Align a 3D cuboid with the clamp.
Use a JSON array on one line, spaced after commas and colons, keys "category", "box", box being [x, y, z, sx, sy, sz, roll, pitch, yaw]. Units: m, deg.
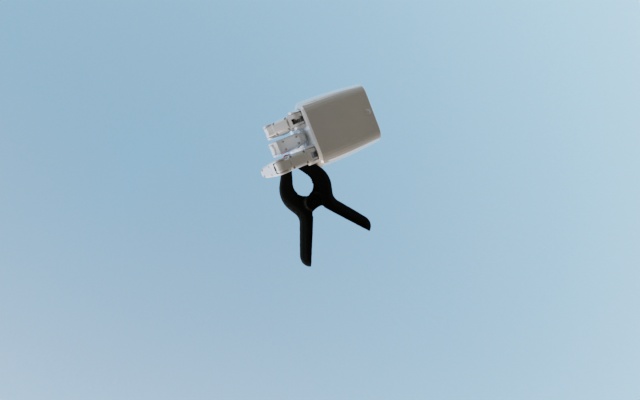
[{"category": "clamp", "box": [0.000, 0.002, 0.723, 0.120, 0.171, 0.039, -23, 9, -13]}]
